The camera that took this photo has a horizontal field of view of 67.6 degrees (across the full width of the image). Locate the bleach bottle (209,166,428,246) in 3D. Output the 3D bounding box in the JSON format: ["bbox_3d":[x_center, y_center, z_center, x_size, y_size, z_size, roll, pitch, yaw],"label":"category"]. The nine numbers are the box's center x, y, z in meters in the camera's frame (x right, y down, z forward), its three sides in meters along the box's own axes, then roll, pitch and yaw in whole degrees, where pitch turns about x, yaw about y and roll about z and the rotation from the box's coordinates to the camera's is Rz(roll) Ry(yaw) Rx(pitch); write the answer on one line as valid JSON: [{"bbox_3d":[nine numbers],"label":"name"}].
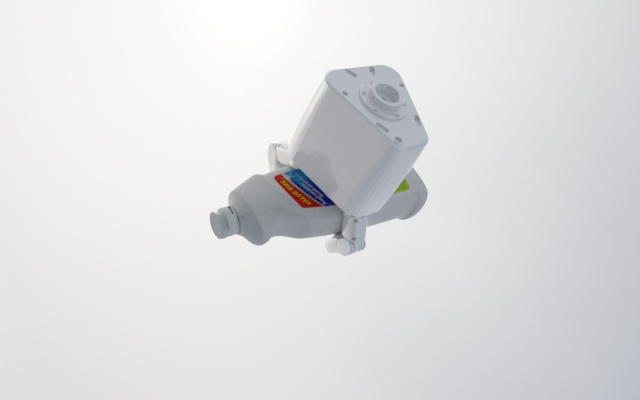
[{"bbox_3d":[0.000,0.002,0.541,0.251,0.102,0.068,-17,-26,-33],"label":"bleach bottle"}]
